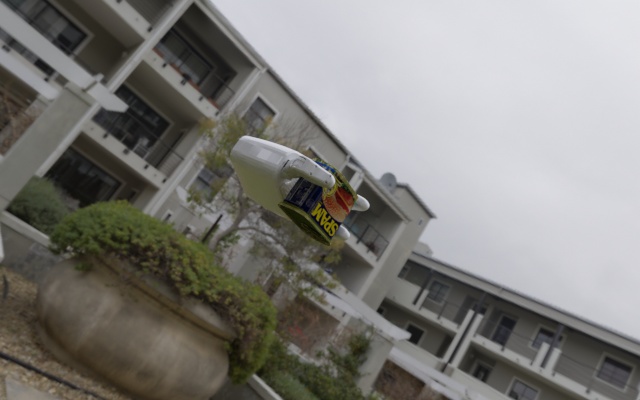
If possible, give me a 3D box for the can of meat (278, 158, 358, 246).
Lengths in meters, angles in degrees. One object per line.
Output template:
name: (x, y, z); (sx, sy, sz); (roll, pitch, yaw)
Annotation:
can of meat: (0.000, 0.002, 0.678); (0.057, 0.084, 0.102); (22, -19, 39)
